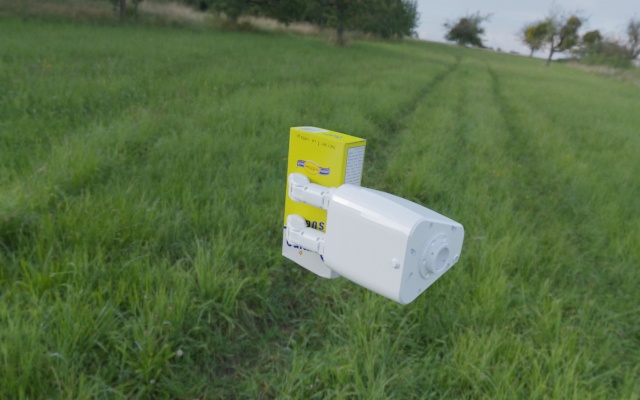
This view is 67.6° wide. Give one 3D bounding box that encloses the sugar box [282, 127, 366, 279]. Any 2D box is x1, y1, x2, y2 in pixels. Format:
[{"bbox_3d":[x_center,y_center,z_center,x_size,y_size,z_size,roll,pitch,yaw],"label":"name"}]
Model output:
[{"bbox_3d":[0.000,0.002,0.598,0.093,0.176,0.048,22,23,39],"label":"sugar box"}]
